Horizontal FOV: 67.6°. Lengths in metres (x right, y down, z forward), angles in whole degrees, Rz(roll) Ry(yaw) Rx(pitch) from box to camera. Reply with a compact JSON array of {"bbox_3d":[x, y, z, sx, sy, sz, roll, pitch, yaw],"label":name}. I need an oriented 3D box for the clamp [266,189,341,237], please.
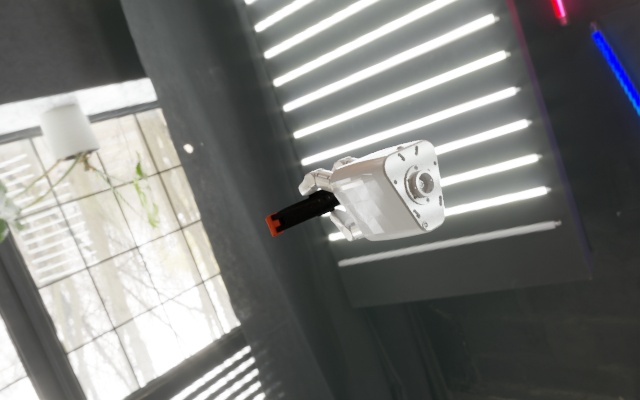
[{"bbox_3d":[0.000,0.003,0.717,0.210,0.036,0.164,-25,4,-33],"label":"clamp"}]
